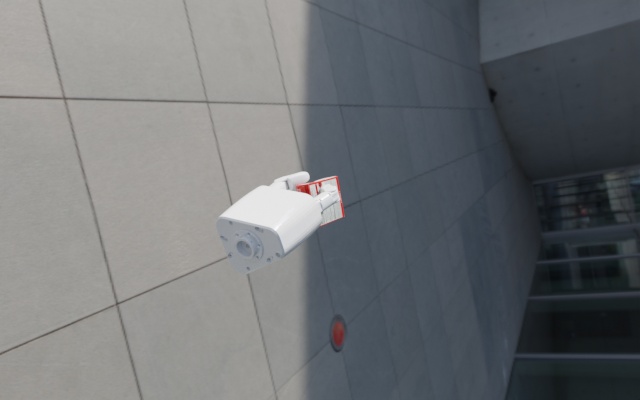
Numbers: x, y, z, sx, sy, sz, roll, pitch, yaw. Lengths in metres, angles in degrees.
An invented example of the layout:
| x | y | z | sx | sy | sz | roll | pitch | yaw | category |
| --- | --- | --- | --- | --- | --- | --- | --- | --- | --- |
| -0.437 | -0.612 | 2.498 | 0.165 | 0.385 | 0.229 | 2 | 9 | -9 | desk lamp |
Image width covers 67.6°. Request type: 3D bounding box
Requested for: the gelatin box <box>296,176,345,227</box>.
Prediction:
| x | y | z | sx | sy | sz | roll | pitch | yaw | category |
| --- | --- | --- | --- | --- | --- | --- | --- | --- | --- |
| 0.001 | 0.002 | 0.799 | 0.030 | 0.073 | 0.089 | -7 | 7 | 37 | gelatin box |
